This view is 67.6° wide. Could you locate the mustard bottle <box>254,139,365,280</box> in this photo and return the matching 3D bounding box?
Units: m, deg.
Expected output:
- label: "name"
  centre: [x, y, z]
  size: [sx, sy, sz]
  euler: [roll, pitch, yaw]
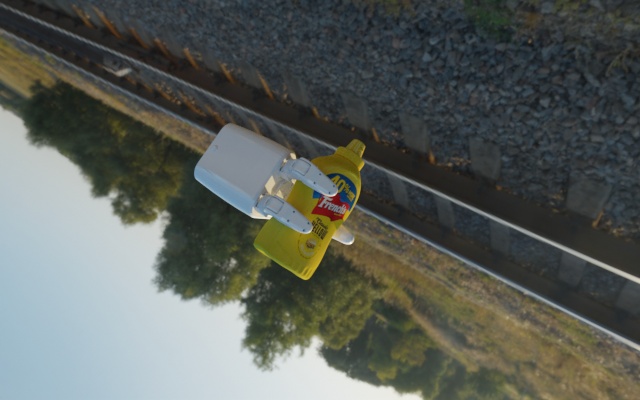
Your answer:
- label: "mustard bottle"
  centre: [0.000, 0.002, 0.620]
  size: [0.058, 0.191, 0.096]
  euler: [24, -13, 46]
